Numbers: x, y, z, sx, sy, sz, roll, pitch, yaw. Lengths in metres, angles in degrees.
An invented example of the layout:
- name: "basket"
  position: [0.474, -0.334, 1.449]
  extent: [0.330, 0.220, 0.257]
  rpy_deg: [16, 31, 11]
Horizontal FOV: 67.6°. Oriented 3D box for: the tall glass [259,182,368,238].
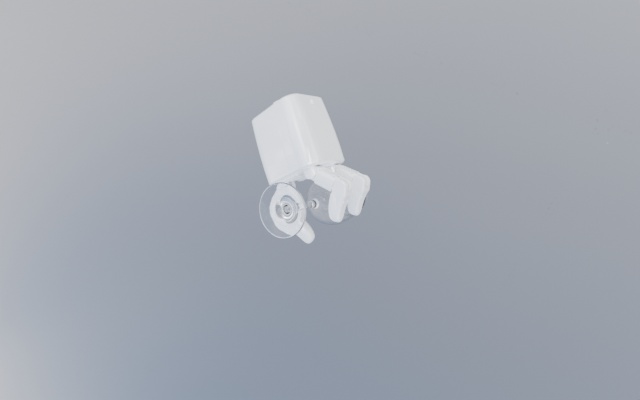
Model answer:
- name: "tall glass"
  position: [0.000, 0.003, 0.707]
  extent: [0.079, 0.079, 0.201]
  rpy_deg: [0, 6, 31]
